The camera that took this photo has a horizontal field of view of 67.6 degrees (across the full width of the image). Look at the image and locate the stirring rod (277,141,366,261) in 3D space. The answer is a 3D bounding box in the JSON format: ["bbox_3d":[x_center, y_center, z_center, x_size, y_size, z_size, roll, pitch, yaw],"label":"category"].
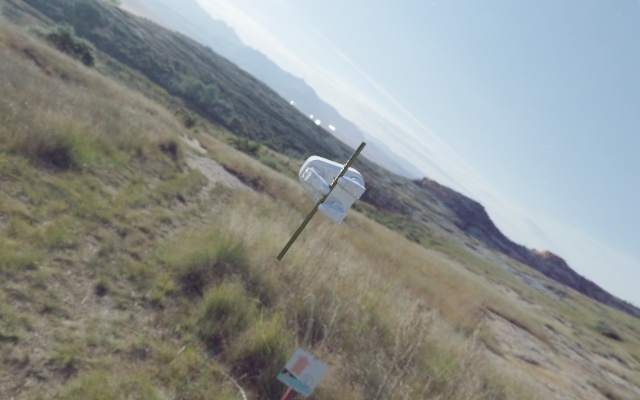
[{"bbox_3d":[0.000,0.003,0.782,0.011,0.239,0.011,36,8,-6],"label":"stirring rod"}]
